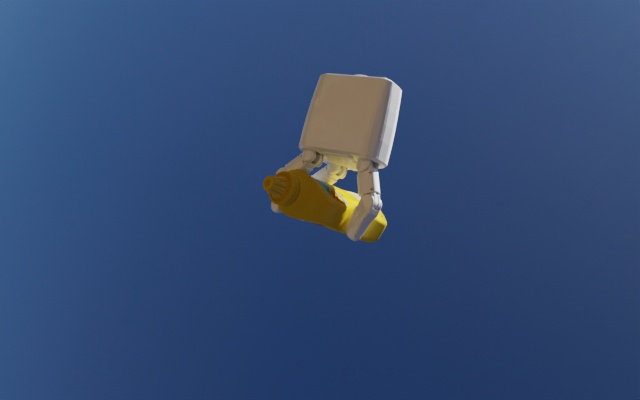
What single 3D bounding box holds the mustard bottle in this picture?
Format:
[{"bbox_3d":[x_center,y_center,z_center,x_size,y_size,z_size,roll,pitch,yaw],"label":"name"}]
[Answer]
[{"bbox_3d":[0.000,0.002,0.615,0.192,0.058,0.096,21,13,-48],"label":"mustard bottle"}]
